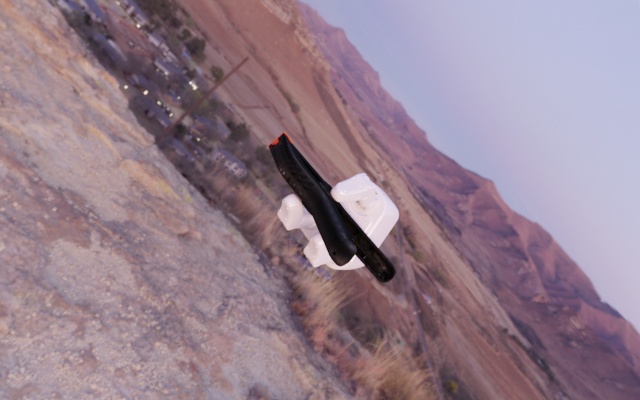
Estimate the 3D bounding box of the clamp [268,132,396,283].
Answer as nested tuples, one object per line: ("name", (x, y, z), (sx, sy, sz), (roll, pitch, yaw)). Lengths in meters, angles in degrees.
("clamp", (0.000, 0.001, 0.525), (0.036, 0.210, 0.164), (-40, -19, 7))
